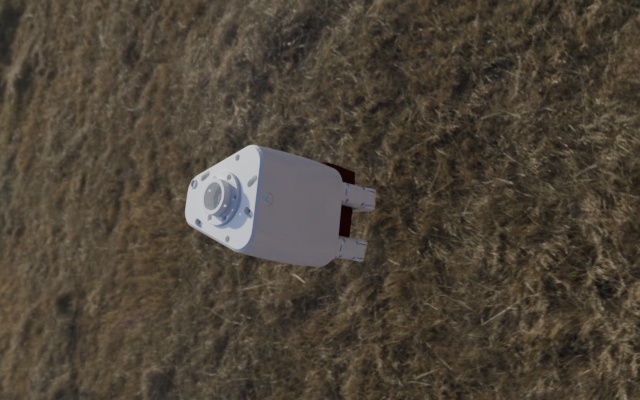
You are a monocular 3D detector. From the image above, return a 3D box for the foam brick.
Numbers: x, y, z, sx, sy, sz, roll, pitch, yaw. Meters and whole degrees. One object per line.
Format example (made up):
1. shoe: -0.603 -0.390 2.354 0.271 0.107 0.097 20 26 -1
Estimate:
1. foam brick: 0.000 0.001 0.519 0.053 0.078 0.051 -3 -12 41
